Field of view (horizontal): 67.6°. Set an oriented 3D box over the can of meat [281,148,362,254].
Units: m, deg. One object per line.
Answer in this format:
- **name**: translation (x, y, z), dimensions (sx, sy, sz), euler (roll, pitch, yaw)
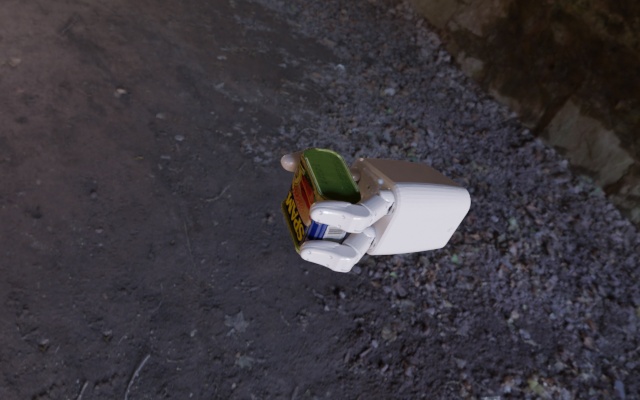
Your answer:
- **can of meat**: translation (0.000, 0.001, 0.542), dimensions (0.057, 0.084, 0.102), euler (3, 41, -24)
